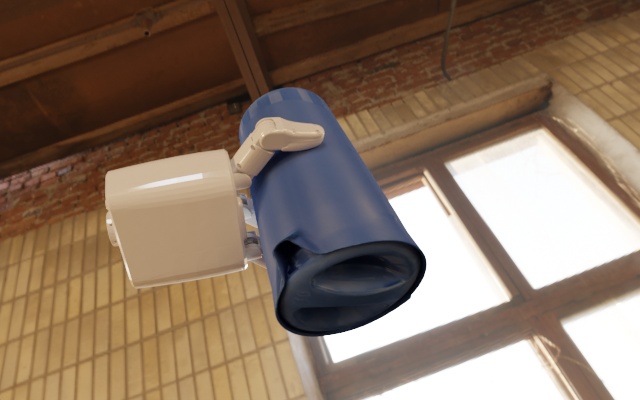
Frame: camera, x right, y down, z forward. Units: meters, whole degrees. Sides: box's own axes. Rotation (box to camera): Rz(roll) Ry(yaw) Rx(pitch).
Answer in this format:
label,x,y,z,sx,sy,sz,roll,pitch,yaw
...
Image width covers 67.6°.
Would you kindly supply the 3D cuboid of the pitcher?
label,x,y,z,sx,sy,sz,roll,pitch,yaw
pitcher,0.000,0.002,0.476,0.145,0.242,0.149,-11,-42,-13
